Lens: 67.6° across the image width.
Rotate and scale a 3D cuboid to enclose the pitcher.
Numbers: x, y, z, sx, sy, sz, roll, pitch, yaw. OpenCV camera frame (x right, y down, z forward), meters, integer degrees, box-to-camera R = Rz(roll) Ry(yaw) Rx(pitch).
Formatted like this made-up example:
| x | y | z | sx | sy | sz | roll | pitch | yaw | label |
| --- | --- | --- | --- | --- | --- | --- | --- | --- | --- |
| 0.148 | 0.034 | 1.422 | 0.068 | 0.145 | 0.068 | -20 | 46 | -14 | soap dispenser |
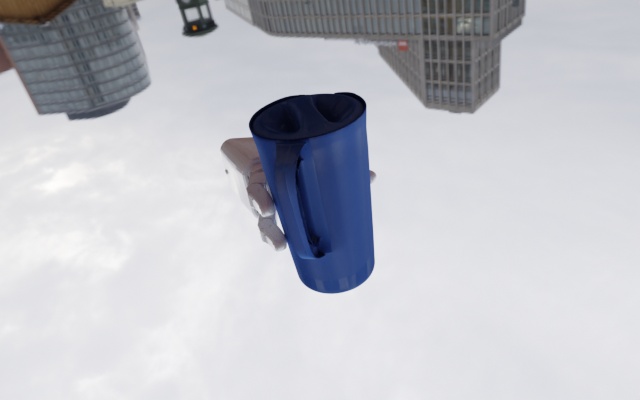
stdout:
| x | y | z | sx | sy | sz | roll | pitch | yaw | label |
| --- | --- | --- | --- | --- | --- | --- | --- | --- | --- |
| 0.000 | 0.002 | 0.586 | 0.149 | 0.243 | 0.145 | -26 | 35 | -22 | pitcher |
